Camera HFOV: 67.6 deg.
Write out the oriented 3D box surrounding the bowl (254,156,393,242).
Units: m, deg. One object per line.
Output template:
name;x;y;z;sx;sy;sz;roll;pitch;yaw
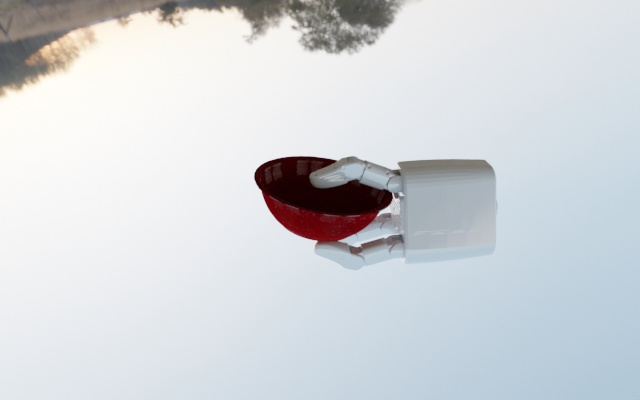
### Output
bowl;-0.001;0.002;0.560;0.162;0.055;0.162;8;25;-4
